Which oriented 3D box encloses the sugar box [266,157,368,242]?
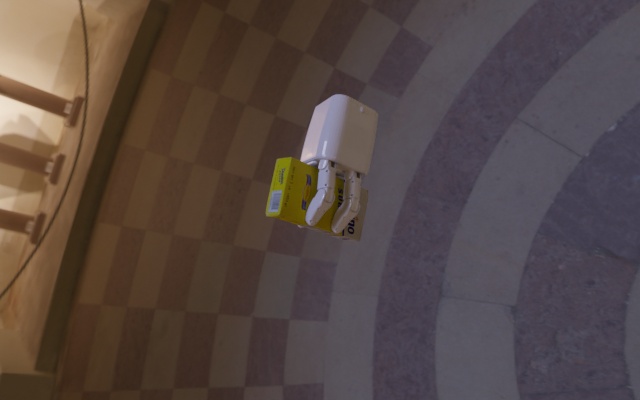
[{"bbox_3d":[0.000,0.002,0.770,0.176,0.093,0.048,19,-13,-37],"label":"sugar box"}]
